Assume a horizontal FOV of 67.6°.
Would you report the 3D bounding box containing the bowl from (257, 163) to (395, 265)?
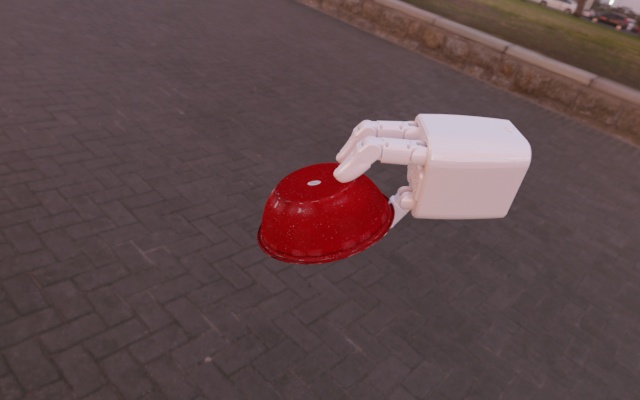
[{"bbox_3d":[-0.001,0.002,0.538,0.162,0.055,0.162,-11,29,6],"label":"bowl"}]
